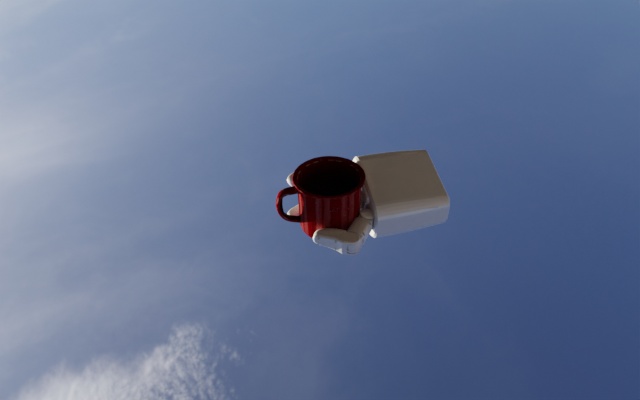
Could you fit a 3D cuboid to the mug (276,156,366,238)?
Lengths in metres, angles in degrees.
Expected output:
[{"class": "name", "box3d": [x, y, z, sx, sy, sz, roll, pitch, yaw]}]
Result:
[{"class": "mug", "box3d": [-0.001, 0.002, 0.627, 0.117, 0.082, 0.093, -9, 39, -9]}]
